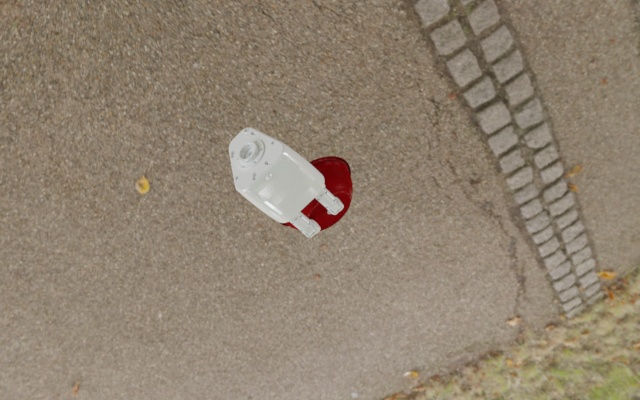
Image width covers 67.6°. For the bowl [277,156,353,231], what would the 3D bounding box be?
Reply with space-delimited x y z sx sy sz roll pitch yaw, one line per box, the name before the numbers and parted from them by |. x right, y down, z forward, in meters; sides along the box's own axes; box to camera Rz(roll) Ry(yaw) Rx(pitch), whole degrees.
bowl | 0.001 0.003 0.829 0.162 0.162 0.055 0 41 -46
